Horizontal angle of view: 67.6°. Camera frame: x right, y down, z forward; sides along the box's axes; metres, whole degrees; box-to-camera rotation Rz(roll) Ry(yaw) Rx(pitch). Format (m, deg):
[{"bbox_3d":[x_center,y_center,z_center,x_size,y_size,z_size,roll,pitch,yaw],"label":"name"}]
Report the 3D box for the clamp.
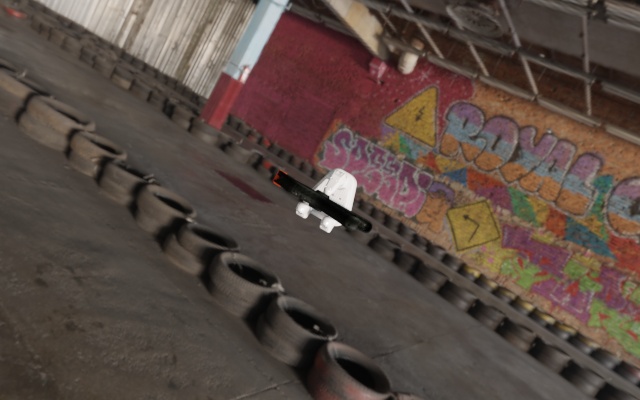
[{"bbox_3d":[0.000,0.002,0.889,0.210,0.036,0.164,30,2,9],"label":"clamp"}]
